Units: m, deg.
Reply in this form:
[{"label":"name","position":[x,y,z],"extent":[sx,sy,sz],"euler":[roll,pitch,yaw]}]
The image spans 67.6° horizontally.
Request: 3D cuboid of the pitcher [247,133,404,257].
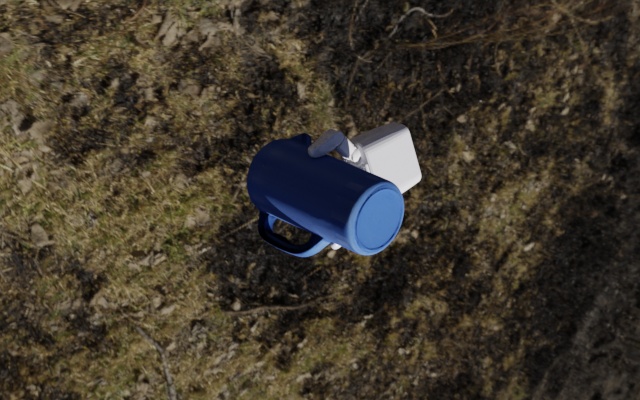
[{"label":"pitcher","position":[0.000,0.002,0.725],"extent":[0.145,0.149,0.242],"euler":[-28,33,-30]}]
